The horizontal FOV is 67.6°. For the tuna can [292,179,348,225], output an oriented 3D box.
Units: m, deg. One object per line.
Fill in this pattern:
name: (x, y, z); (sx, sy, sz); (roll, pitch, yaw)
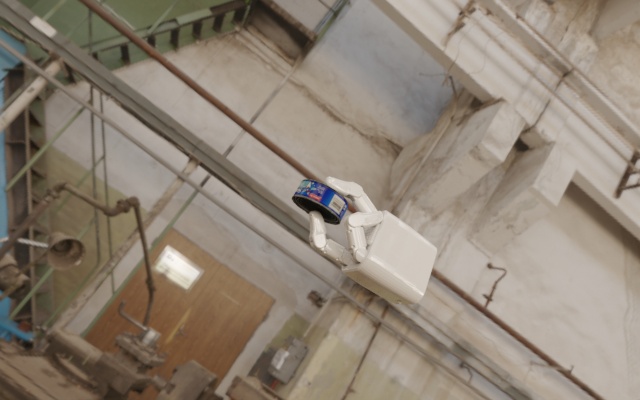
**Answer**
tuna can: (0.000, 0.002, 0.748); (0.086, 0.033, 0.086); (26, -16, 8)
